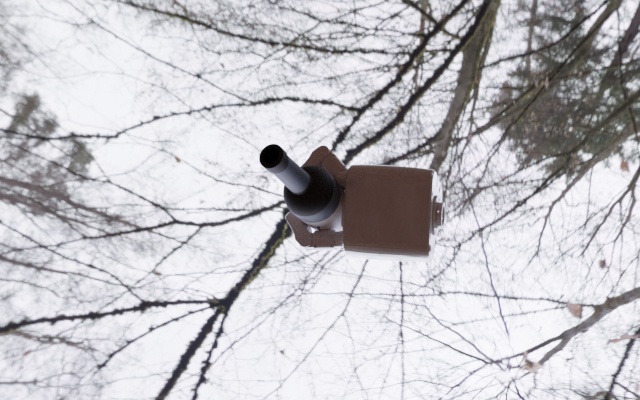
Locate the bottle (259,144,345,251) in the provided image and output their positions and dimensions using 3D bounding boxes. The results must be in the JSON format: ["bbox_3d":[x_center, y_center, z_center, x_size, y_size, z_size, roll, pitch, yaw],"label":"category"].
[{"bbox_3d":[0.000,0.002,0.613,0.069,0.069,0.296,0,-19,21],"label":"bottle"}]
